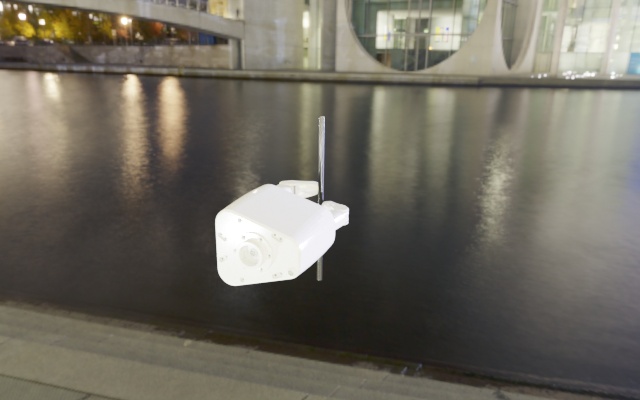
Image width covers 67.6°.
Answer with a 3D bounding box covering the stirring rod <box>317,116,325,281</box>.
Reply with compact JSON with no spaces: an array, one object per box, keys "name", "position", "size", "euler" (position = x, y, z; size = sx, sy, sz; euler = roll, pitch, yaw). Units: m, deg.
[{"name":"stirring rod","position":[0.000,0.002,0.676],"size":[0.011,0.239,0.011],"euler":[1,17,0]}]
